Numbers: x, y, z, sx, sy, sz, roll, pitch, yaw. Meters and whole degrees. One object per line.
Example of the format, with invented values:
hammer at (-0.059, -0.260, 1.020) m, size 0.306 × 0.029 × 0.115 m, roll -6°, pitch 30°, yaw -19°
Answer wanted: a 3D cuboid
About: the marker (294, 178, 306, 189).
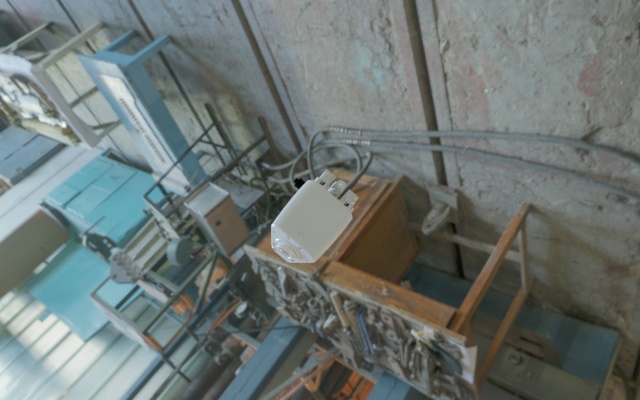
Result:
marker at (0.000, 0.003, 0.851) m, size 0.121 × 0.020 × 0.020 m, roll 41°, pitch -1°, yaw -1°
